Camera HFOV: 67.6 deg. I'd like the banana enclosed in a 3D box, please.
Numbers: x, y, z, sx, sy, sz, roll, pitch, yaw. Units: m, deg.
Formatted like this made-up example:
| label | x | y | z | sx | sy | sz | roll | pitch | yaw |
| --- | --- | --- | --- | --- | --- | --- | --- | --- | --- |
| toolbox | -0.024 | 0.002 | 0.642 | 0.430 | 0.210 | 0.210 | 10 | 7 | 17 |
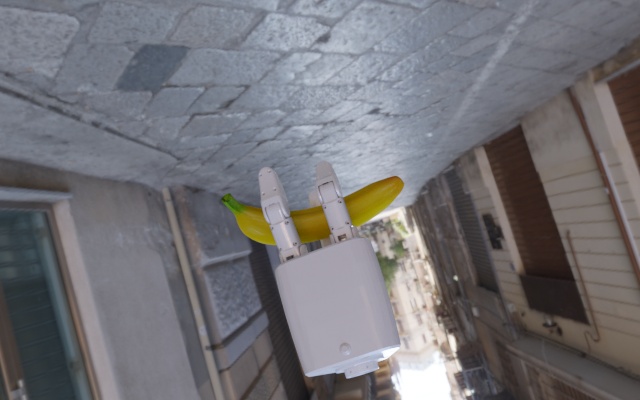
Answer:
| label | x | y | z | sx | sy | sz | roll | pitch | yaw |
| --- | --- | --- | --- | --- | --- | --- | --- | --- | --- |
| banana | -0.004 | 0.015 | 0.524 | 0.198 | 0.037 | 0.070 | -8 | -43 | -11 |
